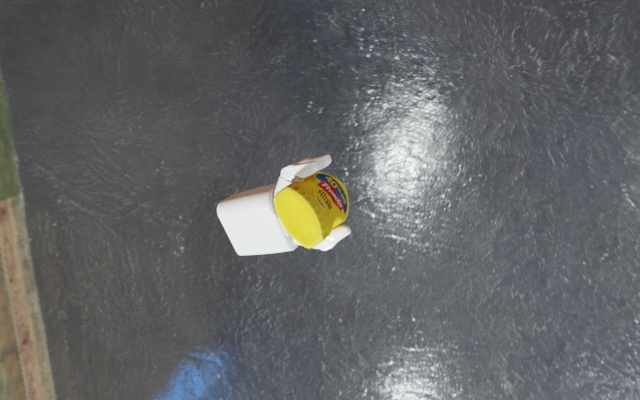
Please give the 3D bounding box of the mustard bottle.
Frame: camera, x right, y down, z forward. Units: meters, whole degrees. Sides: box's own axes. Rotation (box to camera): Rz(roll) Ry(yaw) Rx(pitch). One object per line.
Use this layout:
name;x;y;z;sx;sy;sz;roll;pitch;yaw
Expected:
mustard bottle;0.000;0.002;0.764;0.058;0.096;0.191;-35;0;25
